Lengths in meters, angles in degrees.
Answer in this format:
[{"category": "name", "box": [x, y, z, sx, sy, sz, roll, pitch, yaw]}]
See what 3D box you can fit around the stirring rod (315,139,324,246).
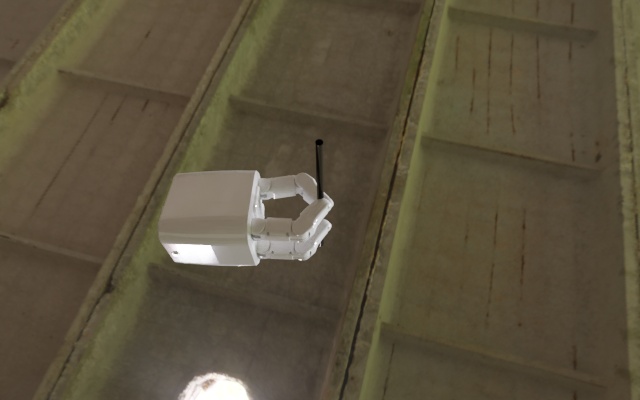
[{"category": "stirring rod", "box": [0.000, 0.002, 0.574, 0.011, 0.011, 0.240, 0, -29, 1]}]
